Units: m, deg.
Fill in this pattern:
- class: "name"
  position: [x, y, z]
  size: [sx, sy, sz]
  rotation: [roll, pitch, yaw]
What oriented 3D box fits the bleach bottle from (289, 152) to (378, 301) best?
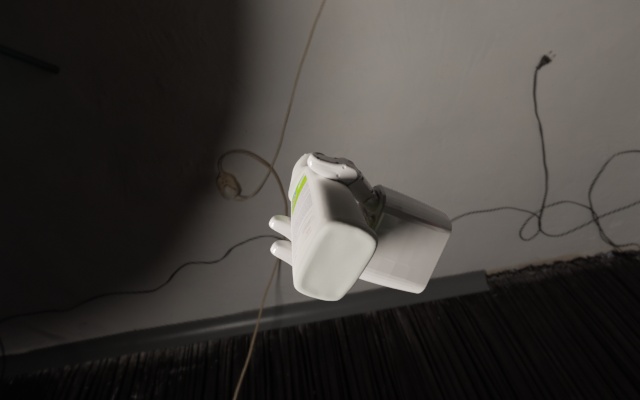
- class: "bleach bottle"
  position: [0.000, 0.002, 0.584]
  size: [0.068, 0.103, 0.250]
  rotation: [19, 27, -18]
